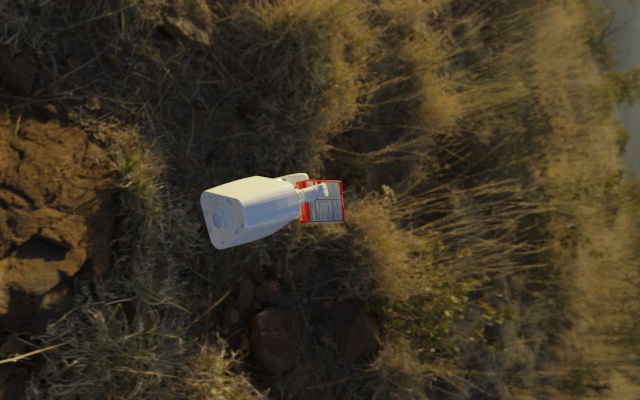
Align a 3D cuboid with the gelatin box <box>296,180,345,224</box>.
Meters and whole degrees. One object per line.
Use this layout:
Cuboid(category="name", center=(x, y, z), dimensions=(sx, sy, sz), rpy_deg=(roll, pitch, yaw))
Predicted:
Cuboid(category="gelatin box", center=(0.001, 0.003, 0.836), dimensions=(0.089, 0.073, 0.030), rpy_deg=(0, -9, -42))
